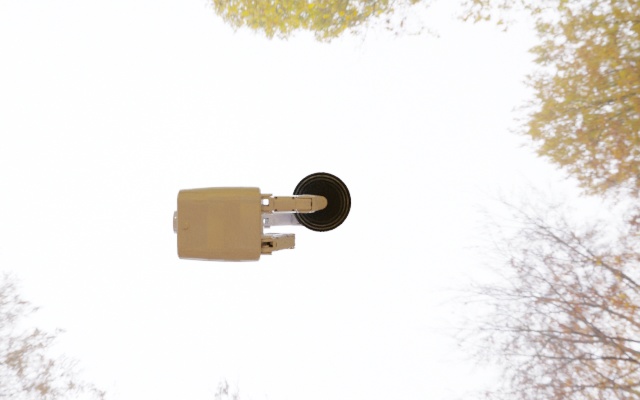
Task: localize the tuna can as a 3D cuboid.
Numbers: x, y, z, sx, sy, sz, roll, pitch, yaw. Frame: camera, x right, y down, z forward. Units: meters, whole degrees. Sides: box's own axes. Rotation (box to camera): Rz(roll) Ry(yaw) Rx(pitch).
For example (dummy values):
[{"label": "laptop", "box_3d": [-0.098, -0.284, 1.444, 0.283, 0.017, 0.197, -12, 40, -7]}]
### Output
[{"label": "tuna can", "box_3d": [0.000, 0.002, 0.684, 0.086, 0.086, 0.034, 0, 0, -5]}]
